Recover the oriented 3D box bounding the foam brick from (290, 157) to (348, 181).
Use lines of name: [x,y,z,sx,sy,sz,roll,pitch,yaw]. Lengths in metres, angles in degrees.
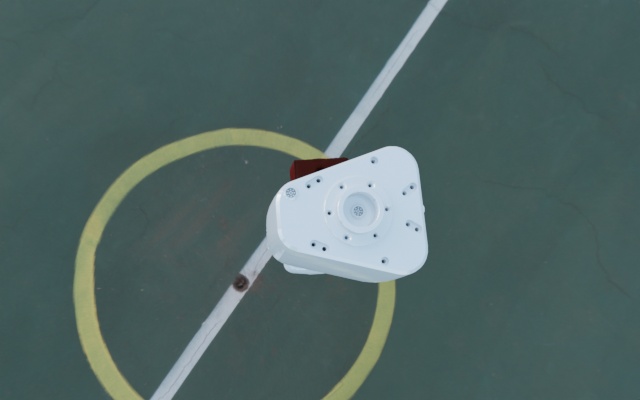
foam brick: [0.000,0.001,0.461,0.053,0.078,0.051,-4,-9,-8]
